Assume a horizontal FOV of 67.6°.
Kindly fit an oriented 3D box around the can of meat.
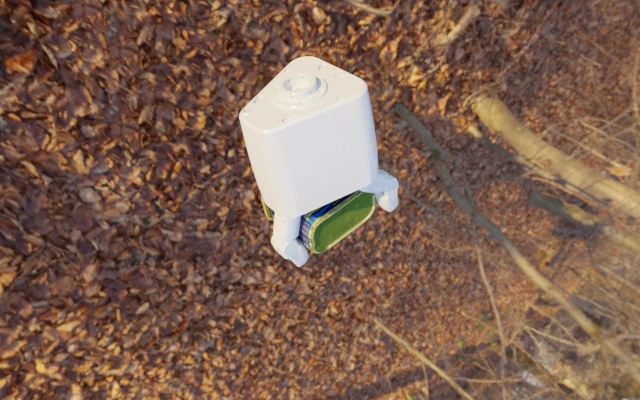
[{"bbox_3d":[0.000,0.002,0.540,0.102,0.057,0.084,-35,51,-24],"label":"can of meat"}]
